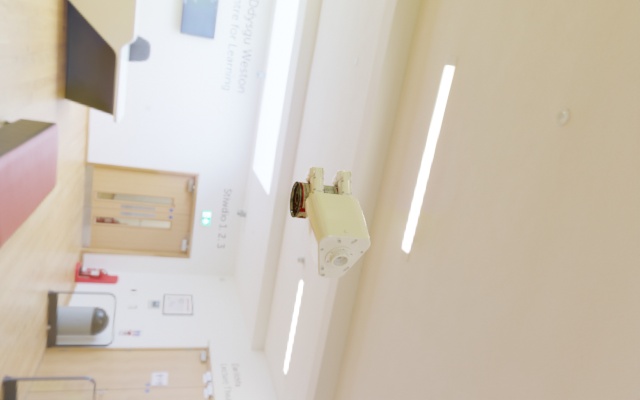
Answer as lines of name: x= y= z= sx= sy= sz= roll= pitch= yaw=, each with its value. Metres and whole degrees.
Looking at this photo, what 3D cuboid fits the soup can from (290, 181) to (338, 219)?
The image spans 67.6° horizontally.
soup can: x=0.000 y=0.003 z=0.895 sx=0.102 sy=0.068 sz=0.068 roll=6 pitch=-2 yaw=-19
